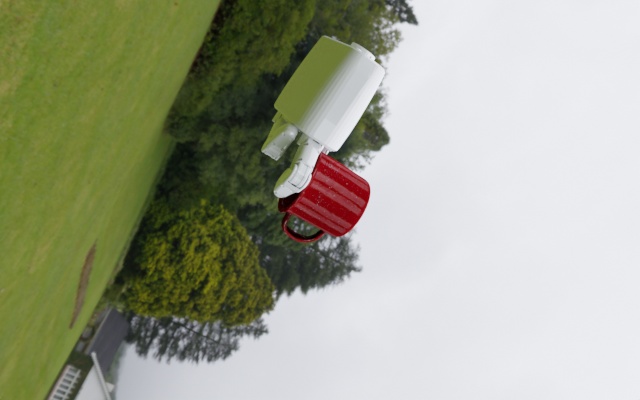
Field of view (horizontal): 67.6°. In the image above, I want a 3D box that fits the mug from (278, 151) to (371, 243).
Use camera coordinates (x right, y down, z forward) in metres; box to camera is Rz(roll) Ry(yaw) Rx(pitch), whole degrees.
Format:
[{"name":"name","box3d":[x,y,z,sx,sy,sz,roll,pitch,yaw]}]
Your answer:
[{"name":"mug","box3d":[-0.001,0.003,0.584,0.081,0.117,0.093,30,11,-19]}]
